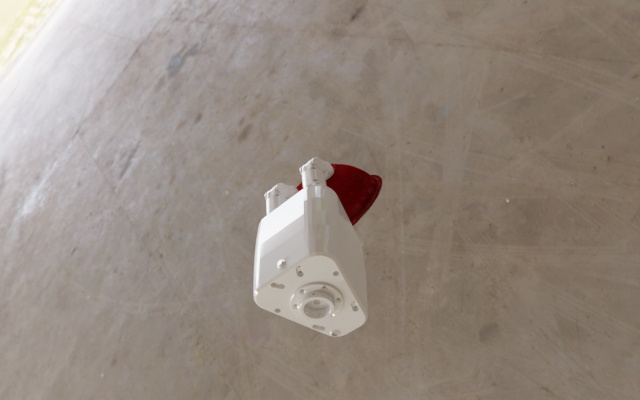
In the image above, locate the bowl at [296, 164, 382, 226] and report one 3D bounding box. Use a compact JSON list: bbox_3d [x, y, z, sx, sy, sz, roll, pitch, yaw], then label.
[{"bbox_3d":[0.000,0.001,0.622,0.162,0.055,0.162,-38,15,12],"label":"bowl"}]
